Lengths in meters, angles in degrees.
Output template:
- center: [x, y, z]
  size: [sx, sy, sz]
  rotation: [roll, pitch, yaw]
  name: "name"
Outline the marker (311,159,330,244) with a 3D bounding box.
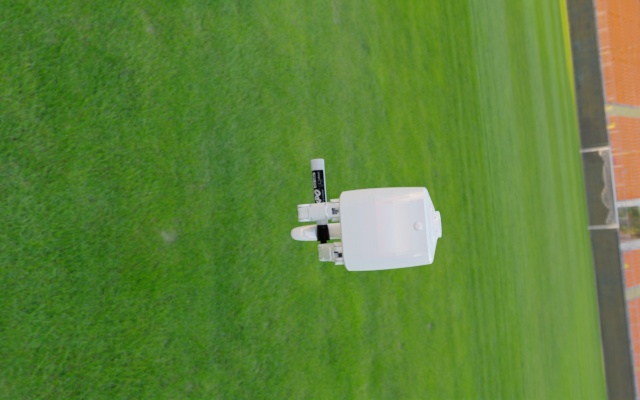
- center: [0.000, 0.002, 0.675]
  size: [0.020, 0.121, 0.020]
  rotation: [-5, -2, 0]
  name: "marker"
